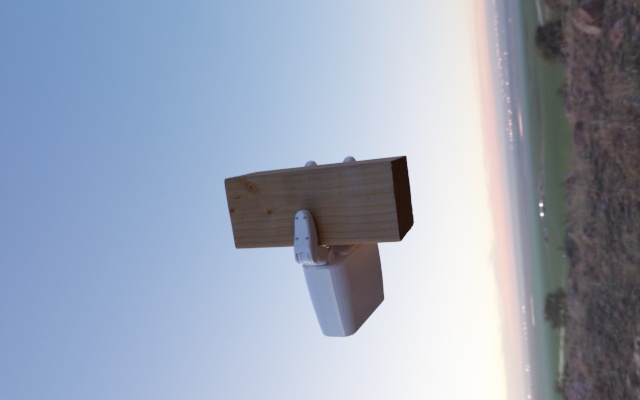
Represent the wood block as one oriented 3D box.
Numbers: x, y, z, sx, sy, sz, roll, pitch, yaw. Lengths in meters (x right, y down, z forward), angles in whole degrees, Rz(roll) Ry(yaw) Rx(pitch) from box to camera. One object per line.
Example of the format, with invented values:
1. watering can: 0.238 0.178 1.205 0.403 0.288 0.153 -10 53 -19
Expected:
1. wood block: 0.000 0.002 0.581 0.206 0.090 0.091 -5 8 21
